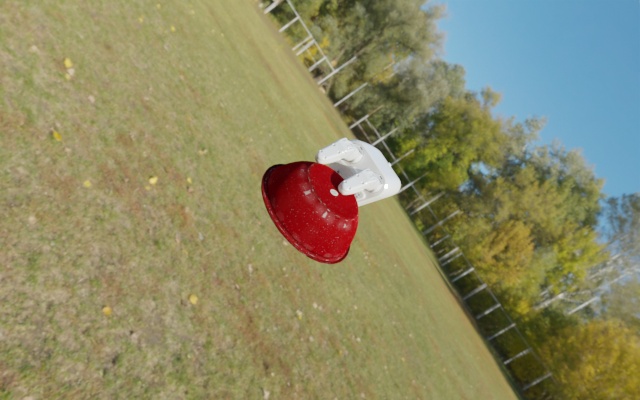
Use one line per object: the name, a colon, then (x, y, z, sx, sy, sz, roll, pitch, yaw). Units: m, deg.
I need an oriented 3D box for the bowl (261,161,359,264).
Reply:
bowl: (0.000, 0.002, 0.639, 0.055, 0.162, 0.162, -39, -22, 30)
